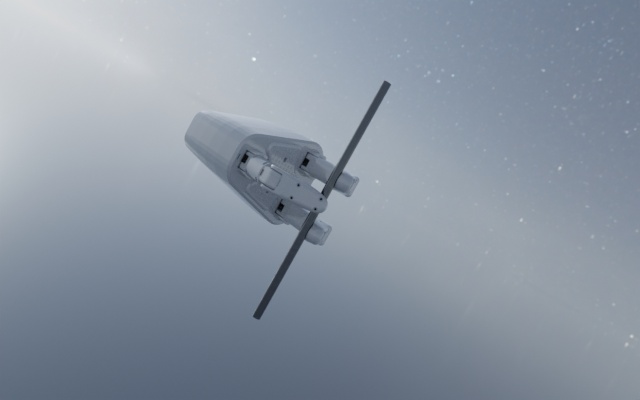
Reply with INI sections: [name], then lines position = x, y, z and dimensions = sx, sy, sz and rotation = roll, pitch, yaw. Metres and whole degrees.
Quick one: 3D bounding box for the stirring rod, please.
[stirring rod]
position = 0.000, 0.001, 0.427
dimensions = 0.011, 0.239, 0.011
rotation = 29, 4, -2
